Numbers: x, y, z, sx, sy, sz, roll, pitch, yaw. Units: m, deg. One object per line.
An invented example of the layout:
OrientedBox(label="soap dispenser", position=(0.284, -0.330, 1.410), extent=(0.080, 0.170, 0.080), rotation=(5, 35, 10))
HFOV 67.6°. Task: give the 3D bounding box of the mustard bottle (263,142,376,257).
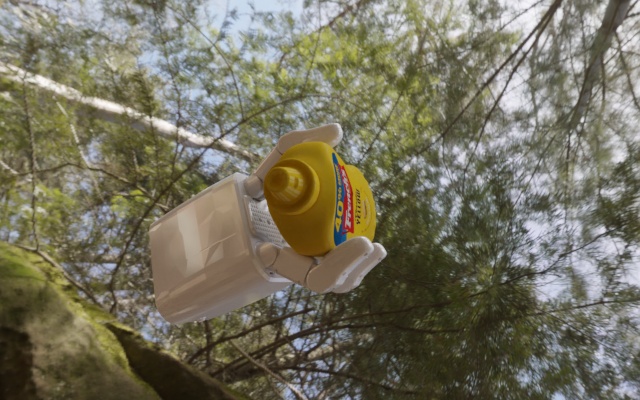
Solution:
OrientedBox(label="mustard bottle", position=(0.000, 0.001, 0.414), extent=(0.058, 0.096, 0.192), rotation=(-3, -10, 19))
